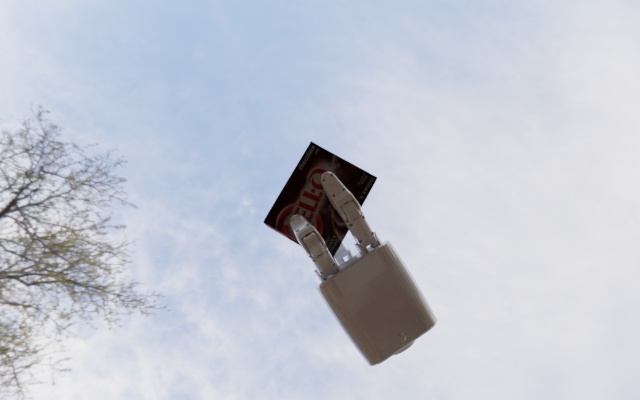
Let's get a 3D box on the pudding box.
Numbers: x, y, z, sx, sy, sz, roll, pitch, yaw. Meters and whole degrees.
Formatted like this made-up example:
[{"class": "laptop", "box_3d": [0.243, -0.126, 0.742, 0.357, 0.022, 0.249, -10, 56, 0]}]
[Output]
[{"class": "pudding box", "box_3d": [0.000, 0.002, 0.560, 0.090, 0.113, 0.039, 29, -9, 4]}]
